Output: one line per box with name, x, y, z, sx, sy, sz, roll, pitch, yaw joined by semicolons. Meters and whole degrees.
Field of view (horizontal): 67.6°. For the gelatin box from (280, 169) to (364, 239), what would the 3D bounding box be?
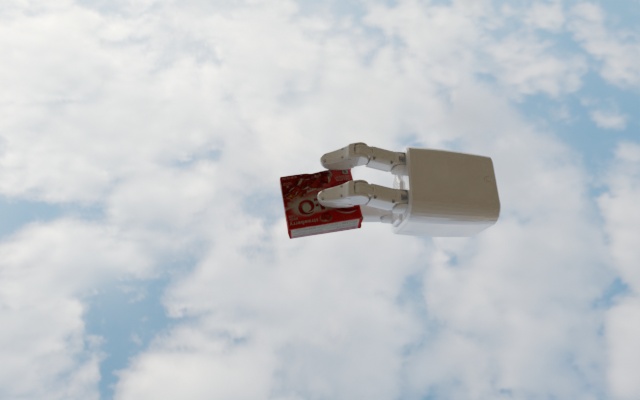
gelatin box;0.000;0.002;0.569;0.089;0.073;0.030;-9;-29;-5
